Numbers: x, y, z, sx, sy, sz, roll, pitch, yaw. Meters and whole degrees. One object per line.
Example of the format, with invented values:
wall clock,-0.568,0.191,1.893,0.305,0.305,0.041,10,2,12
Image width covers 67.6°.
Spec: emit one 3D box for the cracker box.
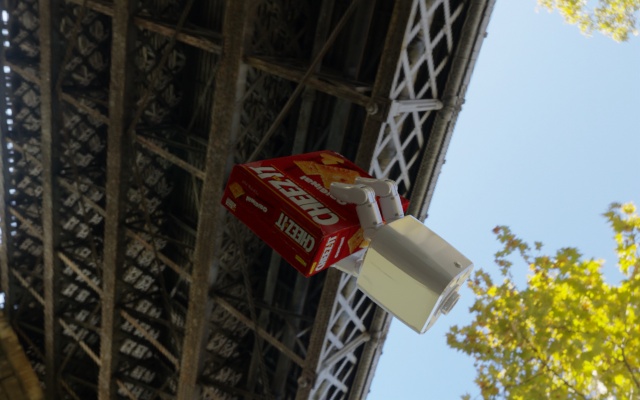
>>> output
cracker box,0.000,0.002,0.663,0.164,0.072,0.213,36,30,26
